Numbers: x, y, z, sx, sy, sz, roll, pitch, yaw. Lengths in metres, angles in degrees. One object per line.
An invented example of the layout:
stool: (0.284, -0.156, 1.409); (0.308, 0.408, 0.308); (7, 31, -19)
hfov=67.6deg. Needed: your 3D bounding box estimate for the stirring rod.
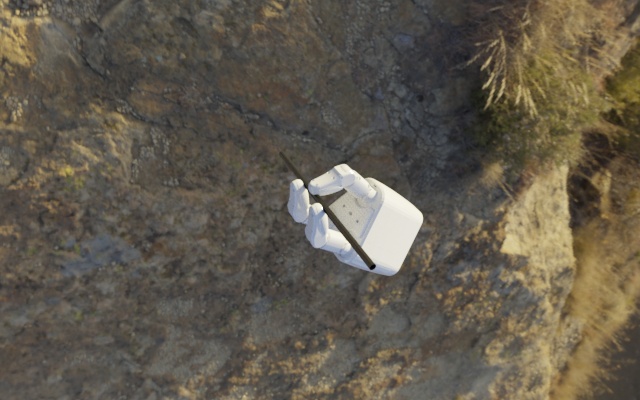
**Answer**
stirring rod: (0.000, 0.002, 0.574); (0.011, 0.011, 0.239); (0, 34, -32)
